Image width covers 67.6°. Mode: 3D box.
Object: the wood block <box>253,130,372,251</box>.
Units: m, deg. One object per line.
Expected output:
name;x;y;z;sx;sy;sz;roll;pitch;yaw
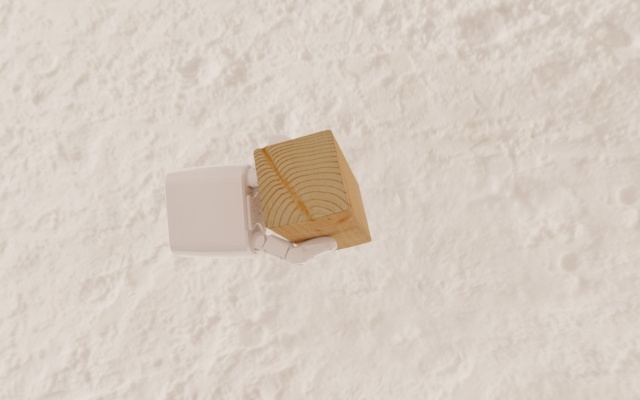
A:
wood block;0.000;0.002;0.585;0.090;0.090;0.206;-14;-16;9
